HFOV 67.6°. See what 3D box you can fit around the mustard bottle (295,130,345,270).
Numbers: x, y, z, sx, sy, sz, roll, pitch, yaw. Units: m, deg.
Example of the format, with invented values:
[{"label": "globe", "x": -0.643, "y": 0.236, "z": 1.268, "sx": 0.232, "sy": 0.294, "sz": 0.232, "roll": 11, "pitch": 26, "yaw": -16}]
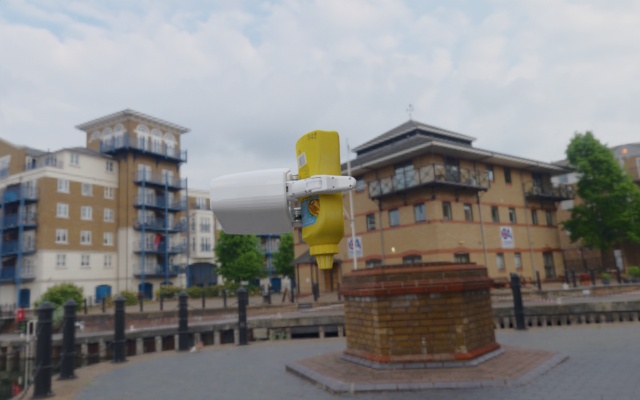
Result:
[{"label": "mustard bottle", "x": 0.000, "y": 0.002, "z": 0.685, "sx": 0.058, "sy": 0.191, "sz": 0.096, "roll": 0, "pitch": -10, "yaw": -22}]
